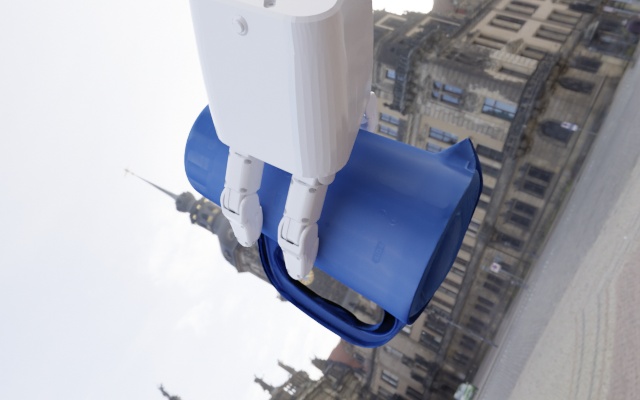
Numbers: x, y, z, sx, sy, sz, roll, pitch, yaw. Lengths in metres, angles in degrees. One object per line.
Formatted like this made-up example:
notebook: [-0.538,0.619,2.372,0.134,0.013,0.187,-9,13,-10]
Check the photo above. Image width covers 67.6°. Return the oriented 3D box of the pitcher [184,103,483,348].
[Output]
pitcher: [0.000,0.001,0.413,0.243,0.149,0.145,25,-33,23]
